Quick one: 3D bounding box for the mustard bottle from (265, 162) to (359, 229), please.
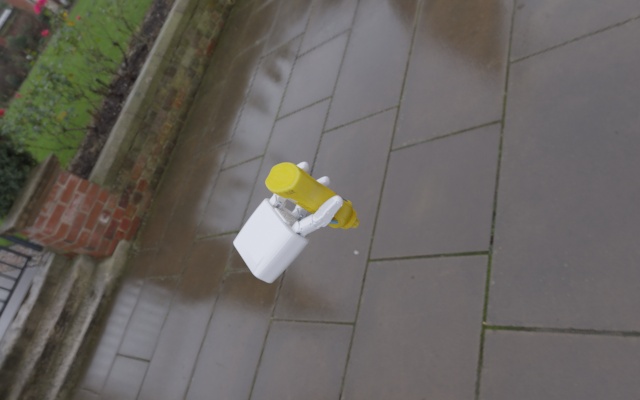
[{"bbox_3d":[0.000,0.002,0.844,0.192,0.058,0.096,33,-13,-34],"label":"mustard bottle"}]
